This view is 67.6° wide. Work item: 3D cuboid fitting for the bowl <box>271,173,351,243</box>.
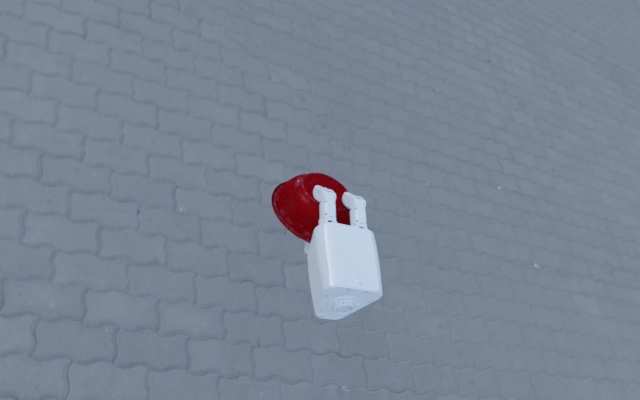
[{"bbox_3d":[0.000,0.001,0.823,0.162,0.055,0.162,19,37,-15],"label":"bowl"}]
